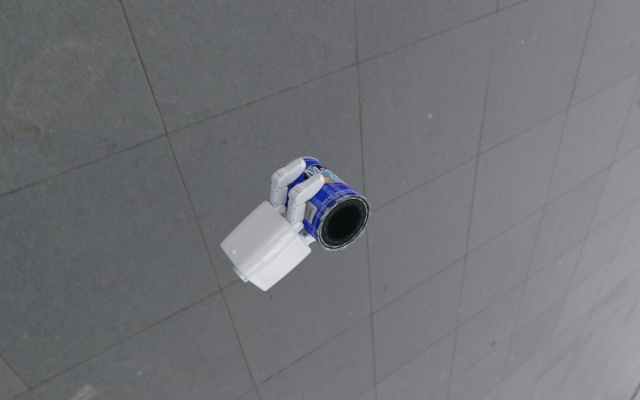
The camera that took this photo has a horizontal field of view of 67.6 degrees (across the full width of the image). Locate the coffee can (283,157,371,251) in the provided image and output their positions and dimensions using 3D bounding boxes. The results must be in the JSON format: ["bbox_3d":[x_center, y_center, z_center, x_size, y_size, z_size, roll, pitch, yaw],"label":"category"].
[{"bbox_3d":[0.000,0.002,0.789,0.103,0.103,0.140,0,29,-39],"label":"coffee can"}]
